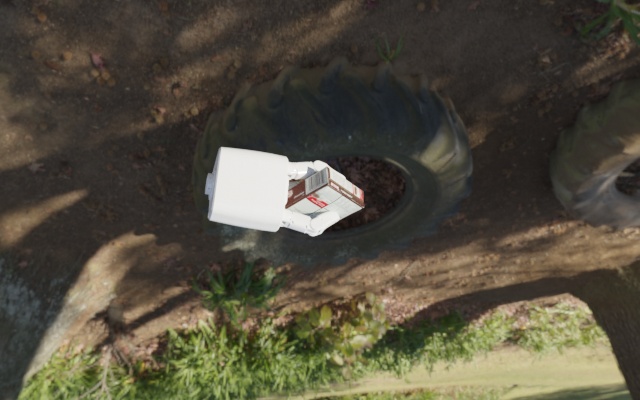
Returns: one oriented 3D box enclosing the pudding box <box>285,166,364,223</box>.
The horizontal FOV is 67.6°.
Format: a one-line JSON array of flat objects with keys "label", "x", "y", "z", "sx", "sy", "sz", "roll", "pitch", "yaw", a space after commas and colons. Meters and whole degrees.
[{"label": "pudding box", "x": 0.000, "y": 0.003, "z": 0.772, "sx": 0.113, "sy": 0.039, "sz": 0.090, "roll": -28, "pitch": -43, "yaw": 33}]
